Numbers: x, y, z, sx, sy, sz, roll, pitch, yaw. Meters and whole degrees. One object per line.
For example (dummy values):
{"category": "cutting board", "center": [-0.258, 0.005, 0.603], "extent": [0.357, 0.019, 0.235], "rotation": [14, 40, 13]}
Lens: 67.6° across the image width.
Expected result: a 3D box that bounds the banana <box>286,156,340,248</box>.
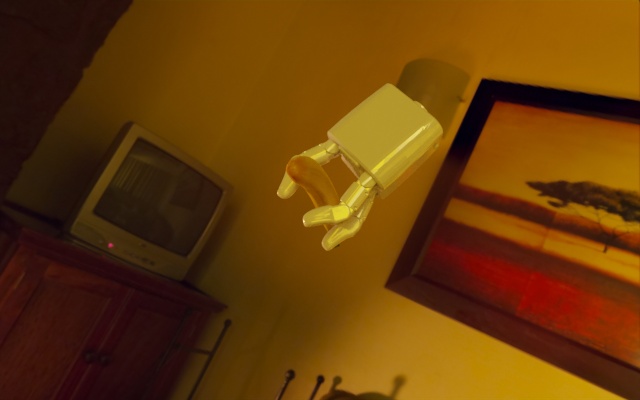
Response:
{"category": "banana", "center": [-0.003, -0.011, 0.623], "extent": [0.037, 0.069, 0.198], "rotation": [-20, -36, 8]}
